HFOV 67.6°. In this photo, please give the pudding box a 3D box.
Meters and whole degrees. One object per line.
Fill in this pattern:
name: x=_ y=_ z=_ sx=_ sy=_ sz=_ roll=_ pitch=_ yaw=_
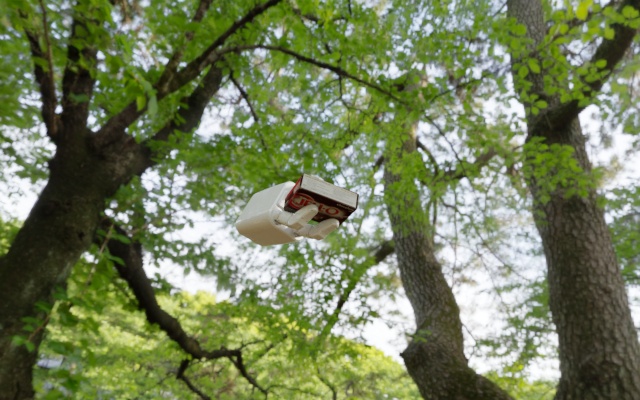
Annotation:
pudding box: x=0.000 y=0.003 z=0.861 sx=0.113 sy=0.039 sz=0.090 roll=18 pitch=-31 yaw=-15
